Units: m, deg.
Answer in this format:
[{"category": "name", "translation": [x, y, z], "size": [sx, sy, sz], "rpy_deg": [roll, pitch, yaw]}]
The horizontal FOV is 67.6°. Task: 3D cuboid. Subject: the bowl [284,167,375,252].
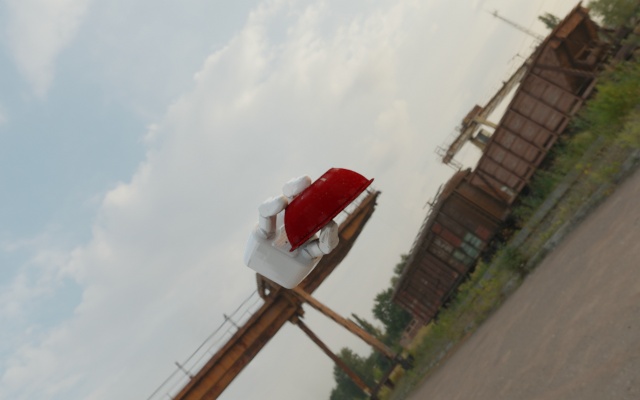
[{"category": "bowl", "translation": [0.001, 0.001, 0.690], "size": [0.162, 0.055, 0.162], "rpy_deg": [-41, 1, 1]}]
